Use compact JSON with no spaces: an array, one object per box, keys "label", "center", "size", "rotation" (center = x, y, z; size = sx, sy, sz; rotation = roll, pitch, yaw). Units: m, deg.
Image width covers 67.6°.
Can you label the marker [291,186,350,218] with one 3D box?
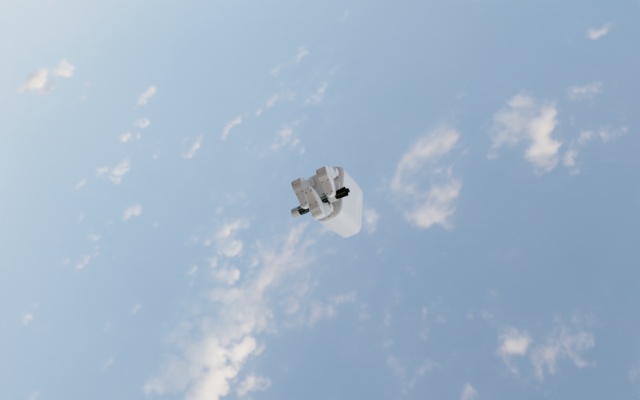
[{"label":"marker","center":[0.000,0.003,0.897],"size":[0.121,0.020,0.020],"rotation":[-23,-8,19]}]
